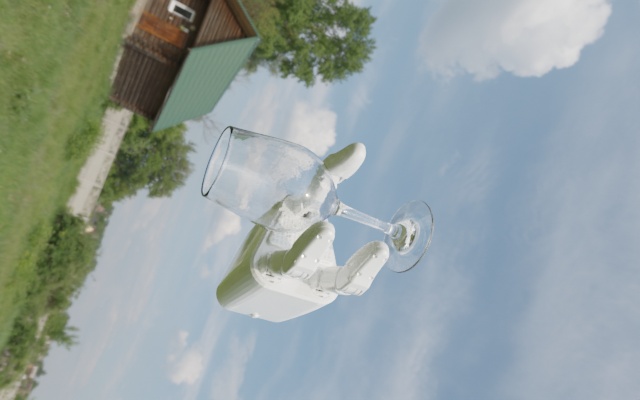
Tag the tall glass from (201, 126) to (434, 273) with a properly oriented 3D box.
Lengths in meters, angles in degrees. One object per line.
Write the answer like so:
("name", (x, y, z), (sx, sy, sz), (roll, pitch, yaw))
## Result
("tall glass", (0.001, 0.002, 0.426), (0.201, 0.079, 0.079), (22, -9, -24))
